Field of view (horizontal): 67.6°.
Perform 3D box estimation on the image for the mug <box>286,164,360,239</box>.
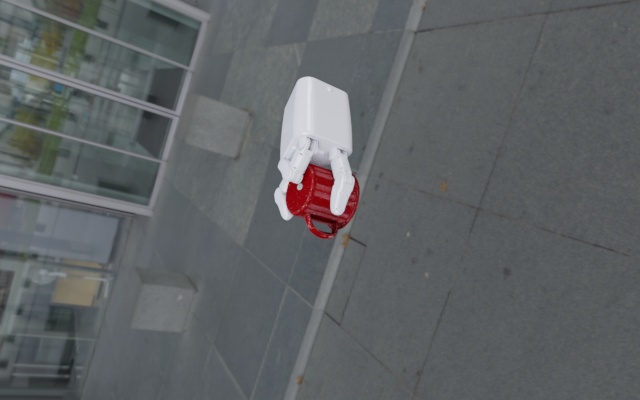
[{"bbox_3d":[0.000,0.004,0.724,0.081,0.117,0.093,16,-30,-31],"label":"mug"}]
